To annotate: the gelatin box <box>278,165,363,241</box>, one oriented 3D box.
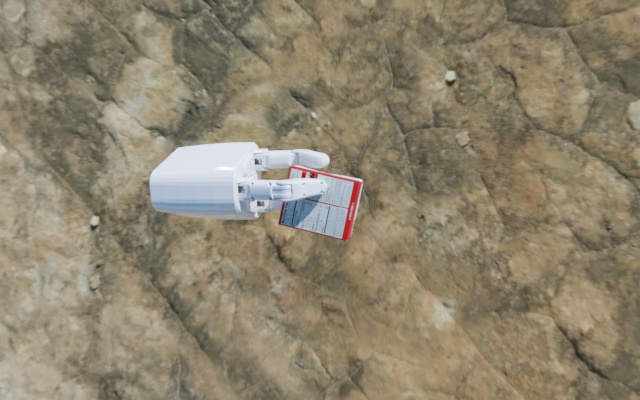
[{"bbox_3d":[0.000,0.002,0.570,0.089,0.073,0.030,13,8,10],"label":"gelatin box"}]
